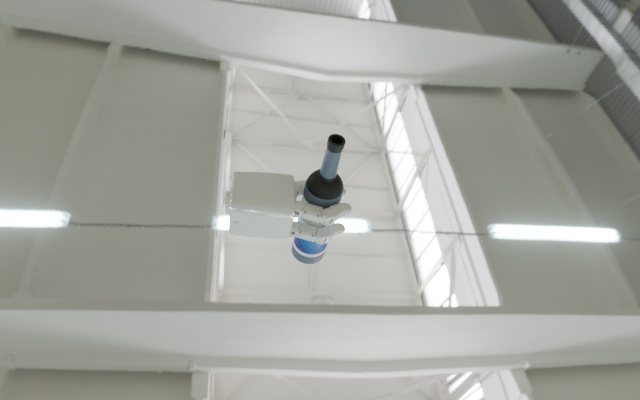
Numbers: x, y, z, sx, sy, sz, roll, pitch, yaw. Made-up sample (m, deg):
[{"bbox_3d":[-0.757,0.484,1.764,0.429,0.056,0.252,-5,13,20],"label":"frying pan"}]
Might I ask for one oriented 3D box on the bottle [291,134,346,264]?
[{"bbox_3d":[0.000,0.003,0.840,0.069,0.069,0.296,0,-41,-13],"label":"bottle"}]
